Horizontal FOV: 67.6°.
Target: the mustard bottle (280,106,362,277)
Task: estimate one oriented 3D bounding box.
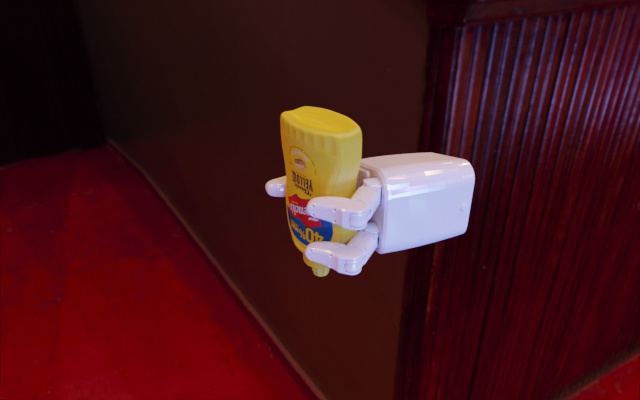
[{"bbox_3d":[0.000,0.002,0.518,0.058,0.192,0.096,-25,37,-35],"label":"mustard bottle"}]
